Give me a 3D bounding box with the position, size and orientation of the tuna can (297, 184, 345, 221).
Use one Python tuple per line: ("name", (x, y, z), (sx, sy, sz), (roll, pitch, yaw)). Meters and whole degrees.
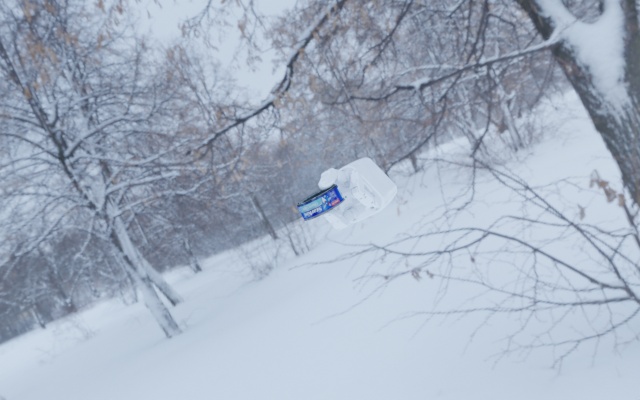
("tuna can", (0.000, 0.002, 0.882), (0.086, 0.034, 0.086), (-27, 7, 3))
